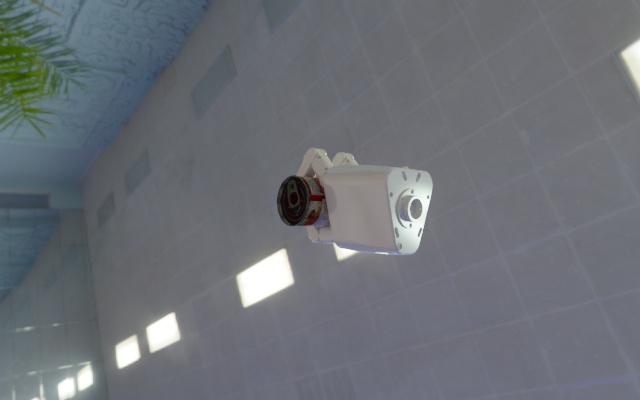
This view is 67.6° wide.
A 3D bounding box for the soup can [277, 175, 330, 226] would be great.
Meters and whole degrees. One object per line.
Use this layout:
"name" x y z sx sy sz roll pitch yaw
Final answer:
"soup can" 0.000 0.002 0.667 0.102 0.068 0.068 3 -2 -41
